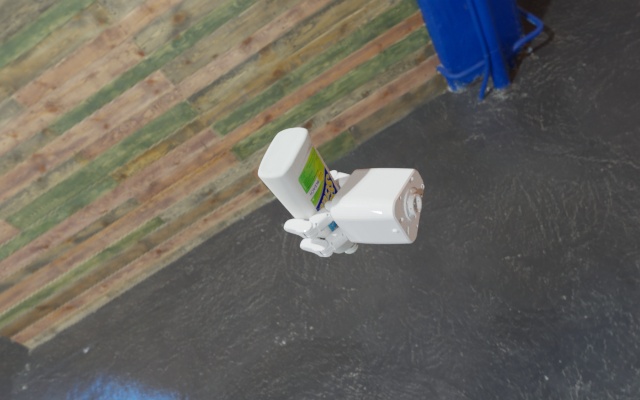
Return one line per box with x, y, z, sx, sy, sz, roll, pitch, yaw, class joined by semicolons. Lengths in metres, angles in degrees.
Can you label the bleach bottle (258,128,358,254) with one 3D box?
0.000;0.003;0.787;0.068;0.102;0.251;1;-36;36;bleach bottle
